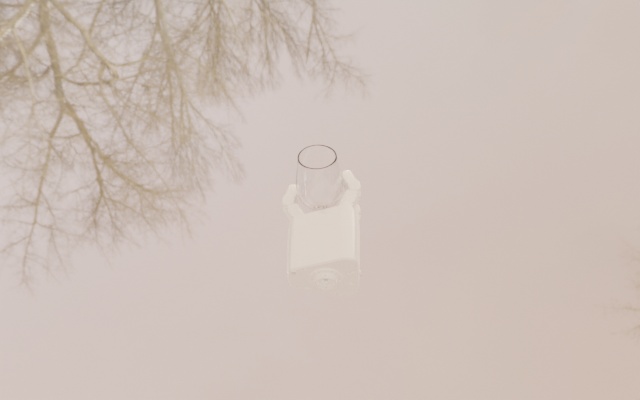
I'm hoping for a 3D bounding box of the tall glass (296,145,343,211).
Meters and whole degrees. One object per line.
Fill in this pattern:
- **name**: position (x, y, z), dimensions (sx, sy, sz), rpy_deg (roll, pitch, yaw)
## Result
- **tall glass**: position (0.000, 0.003, 0.817), dimensions (0.079, 0.201, 0.079), rpy_deg (-2, 44, 2)
